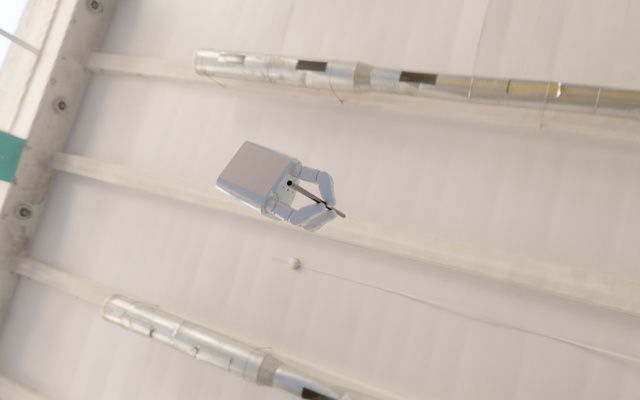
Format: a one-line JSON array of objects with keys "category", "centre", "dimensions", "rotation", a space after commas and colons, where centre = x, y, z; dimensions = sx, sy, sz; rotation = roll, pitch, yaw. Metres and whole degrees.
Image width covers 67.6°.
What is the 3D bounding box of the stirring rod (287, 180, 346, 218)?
[{"category": "stirring rod", "centre": [0.000, 0.002, 0.747], "dimensions": [0.011, 0.011, 0.239], "rotation": [0, -12, 21]}]
